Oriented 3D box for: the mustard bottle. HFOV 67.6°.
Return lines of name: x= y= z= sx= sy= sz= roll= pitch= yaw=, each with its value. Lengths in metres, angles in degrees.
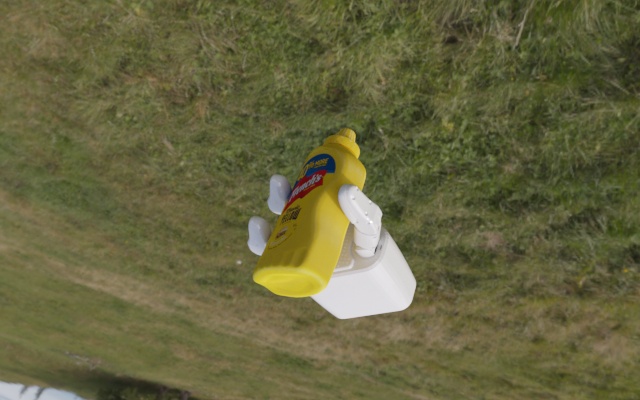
mustard bottle: x=0.000 y=0.002 z=0.491 sx=0.058 sy=0.191 sz=0.096 roll=35 pitch=-31 yaw=-21
